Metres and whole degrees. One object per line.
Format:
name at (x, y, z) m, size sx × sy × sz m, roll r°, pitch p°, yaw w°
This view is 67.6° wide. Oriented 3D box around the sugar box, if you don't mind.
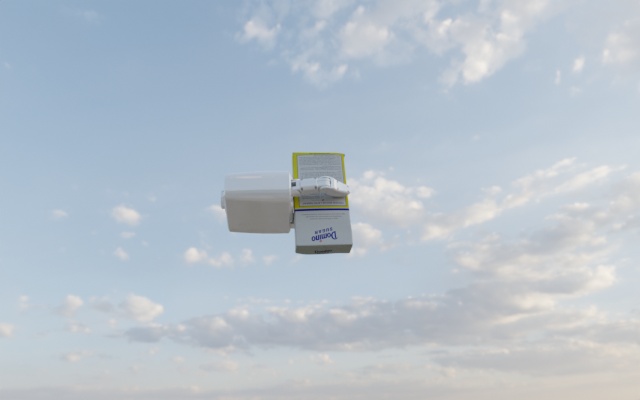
sugar box at (0.000, 0.003, 0.804) m, size 0.093 × 0.176 × 0.048 m, roll 0°, pitch -25°, yaw -5°
